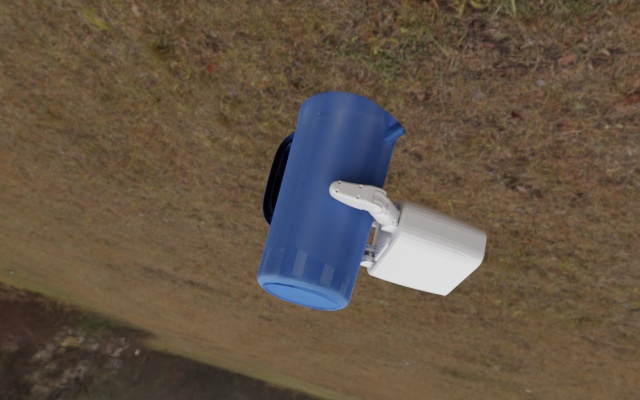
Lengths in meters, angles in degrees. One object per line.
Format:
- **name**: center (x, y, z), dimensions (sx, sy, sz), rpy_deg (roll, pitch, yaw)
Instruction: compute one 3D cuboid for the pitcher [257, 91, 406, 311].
- **pitcher**: center (0.000, 0.002, 0.585), dimensions (0.145, 0.242, 0.149), rpy_deg (19, -23, -6)
